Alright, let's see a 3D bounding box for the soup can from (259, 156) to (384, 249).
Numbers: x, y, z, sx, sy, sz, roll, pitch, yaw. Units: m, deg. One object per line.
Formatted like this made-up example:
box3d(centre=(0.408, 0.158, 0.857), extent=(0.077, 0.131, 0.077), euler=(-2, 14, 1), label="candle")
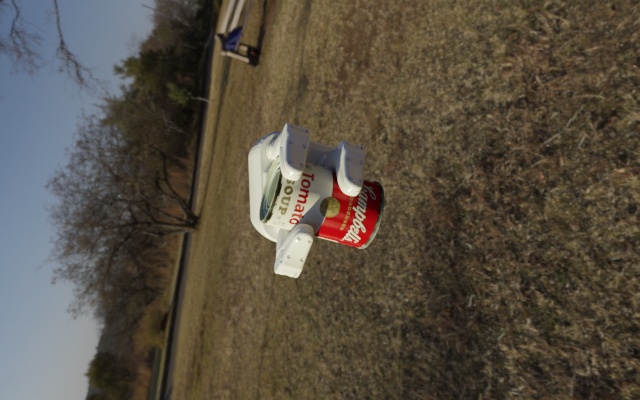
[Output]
box3d(centre=(0.000, 0.002, 0.454), extent=(0.102, 0.068, 0.068), euler=(15, -4, -16), label="soup can")
